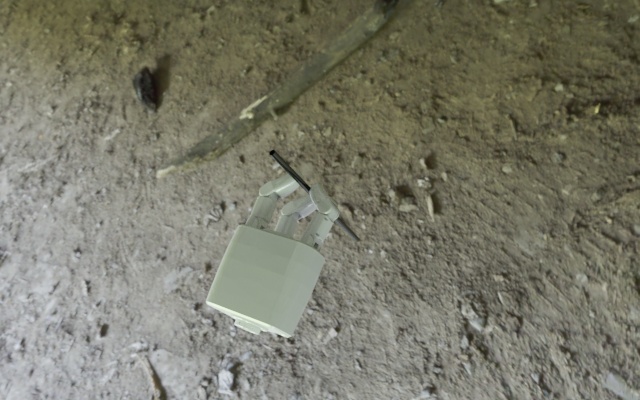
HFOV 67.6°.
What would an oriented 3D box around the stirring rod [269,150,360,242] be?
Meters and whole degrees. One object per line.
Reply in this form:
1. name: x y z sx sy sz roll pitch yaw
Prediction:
1. stirring rod: 0.000 0.002 0.650 0.011 0.011 0.240 0 -29 33
